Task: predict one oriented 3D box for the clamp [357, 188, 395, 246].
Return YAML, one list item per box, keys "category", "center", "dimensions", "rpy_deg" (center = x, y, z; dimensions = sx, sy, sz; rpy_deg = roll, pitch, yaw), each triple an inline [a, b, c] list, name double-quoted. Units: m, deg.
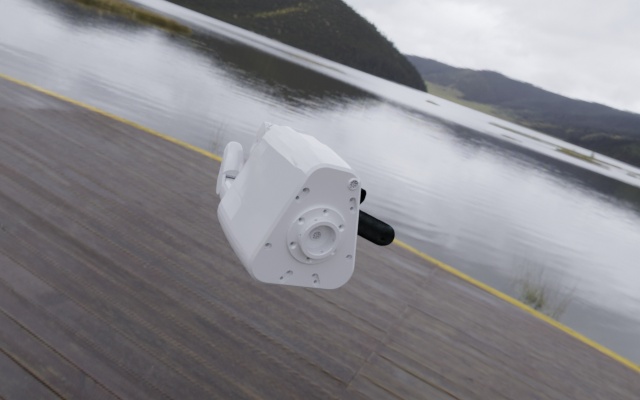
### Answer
- category: "clamp"
  center: [0.000, 0.001, 0.522]
  dimensions: [0.171, 0.039, 0.120]
  rpy_deg: [12, 16, -27]
